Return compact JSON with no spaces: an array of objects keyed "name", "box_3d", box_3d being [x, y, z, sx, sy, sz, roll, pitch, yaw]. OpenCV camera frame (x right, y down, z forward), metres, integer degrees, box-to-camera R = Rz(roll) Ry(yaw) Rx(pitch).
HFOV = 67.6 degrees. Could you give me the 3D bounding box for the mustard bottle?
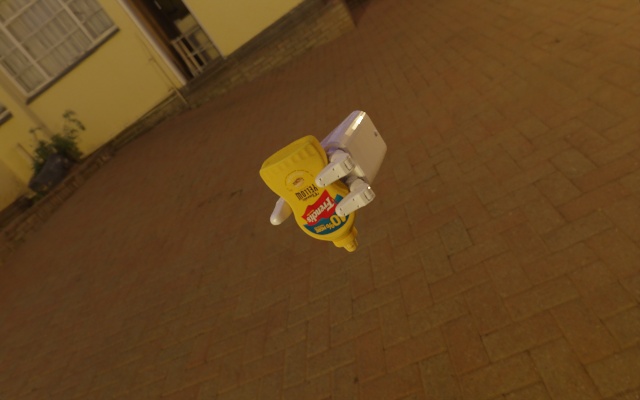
[{"name":"mustard bottle","box_3d":[0.000,0.002,0.721,0.096,0.192,0.058,-29,23,17]}]
